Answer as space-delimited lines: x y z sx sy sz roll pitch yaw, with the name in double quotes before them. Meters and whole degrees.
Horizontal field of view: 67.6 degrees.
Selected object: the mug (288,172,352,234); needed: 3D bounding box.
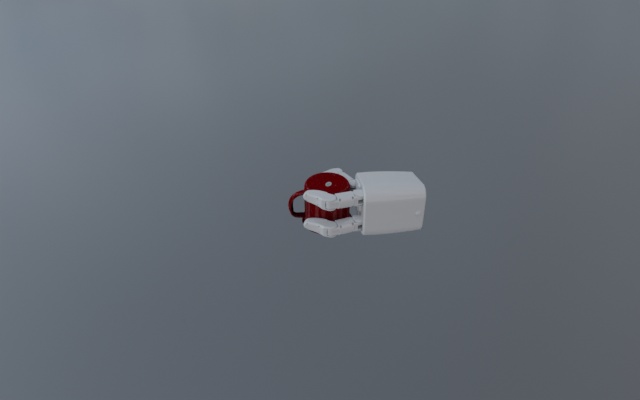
"mug" -0.001 0.003 0.862 0.117 0.082 0.093 -4 34 -4
